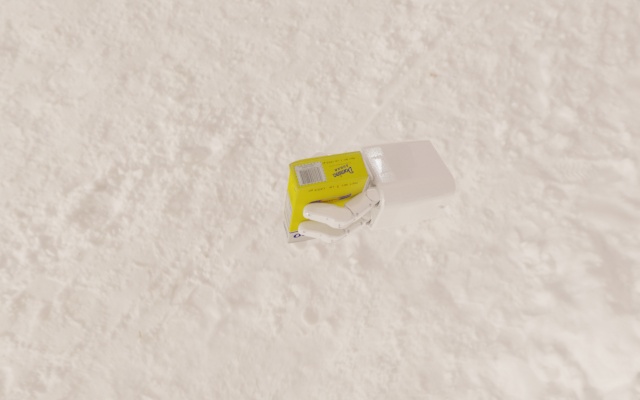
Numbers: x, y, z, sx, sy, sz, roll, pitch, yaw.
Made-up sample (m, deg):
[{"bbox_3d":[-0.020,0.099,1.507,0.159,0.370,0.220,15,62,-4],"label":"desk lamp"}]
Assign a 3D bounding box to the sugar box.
[{"bbox_3d":[0.000,0.003,0.650,0.093,0.048,0.176,-10,-27,-12],"label":"sugar box"}]
